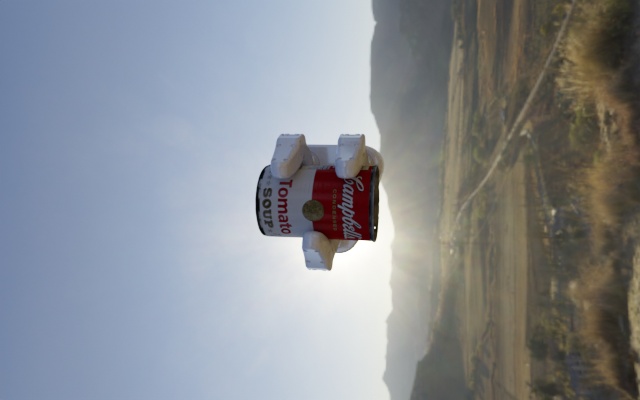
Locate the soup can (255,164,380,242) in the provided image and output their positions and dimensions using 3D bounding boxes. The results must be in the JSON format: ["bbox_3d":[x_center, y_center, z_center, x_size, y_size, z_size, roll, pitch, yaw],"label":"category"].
[{"bbox_3d":[0.000,0.002,0.429,0.102,0.068,0.068,2,0,11],"label":"soup can"}]
